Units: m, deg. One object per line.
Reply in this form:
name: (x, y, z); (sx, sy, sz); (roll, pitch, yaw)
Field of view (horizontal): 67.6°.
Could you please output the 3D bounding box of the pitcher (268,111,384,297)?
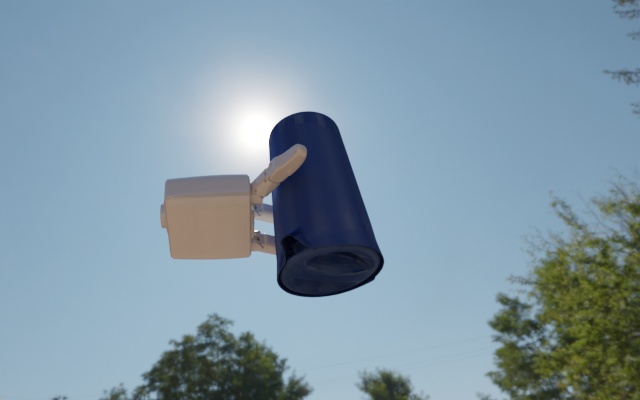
pitcher: (0.000, 0.002, 0.654); (0.145, 0.242, 0.149); (-4, -36, -11)
